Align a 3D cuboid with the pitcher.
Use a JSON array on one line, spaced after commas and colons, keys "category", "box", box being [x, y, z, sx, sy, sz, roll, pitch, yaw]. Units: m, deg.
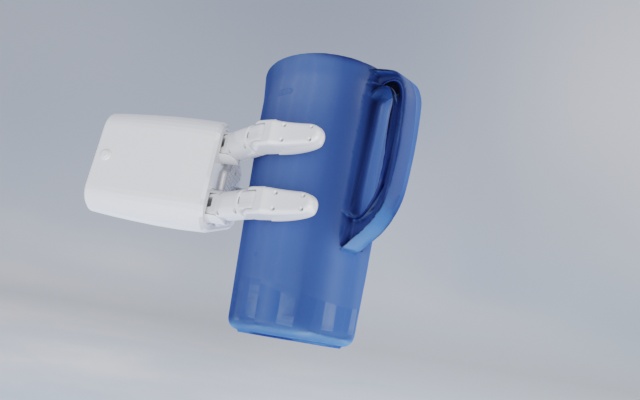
[{"category": "pitcher", "box": [0.000, 0.001, 0.426, 0.145, 0.242, 0.149, 8, -16, 5]}]
